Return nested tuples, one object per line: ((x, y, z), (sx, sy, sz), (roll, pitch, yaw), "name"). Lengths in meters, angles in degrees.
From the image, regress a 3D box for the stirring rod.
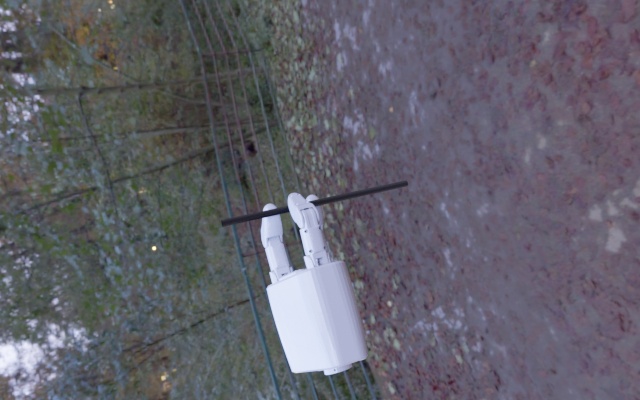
((0.000, 0.002, 0.578), (0.239, 0.011, 0.011), (-12, 4, -19), "stirring rod")
